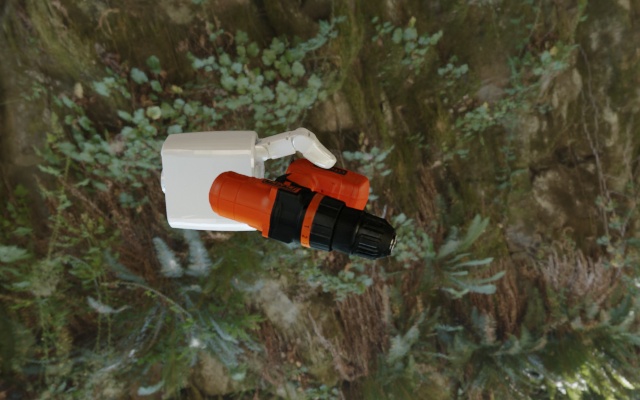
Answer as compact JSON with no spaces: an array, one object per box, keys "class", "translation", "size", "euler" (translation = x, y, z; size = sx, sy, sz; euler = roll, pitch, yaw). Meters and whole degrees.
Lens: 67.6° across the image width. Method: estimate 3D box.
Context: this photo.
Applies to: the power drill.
[{"class":"power drill","translation":[0.000,0.002,0.513],"size":[0.184,0.057,0.187],"euler":[18,13,12]}]
